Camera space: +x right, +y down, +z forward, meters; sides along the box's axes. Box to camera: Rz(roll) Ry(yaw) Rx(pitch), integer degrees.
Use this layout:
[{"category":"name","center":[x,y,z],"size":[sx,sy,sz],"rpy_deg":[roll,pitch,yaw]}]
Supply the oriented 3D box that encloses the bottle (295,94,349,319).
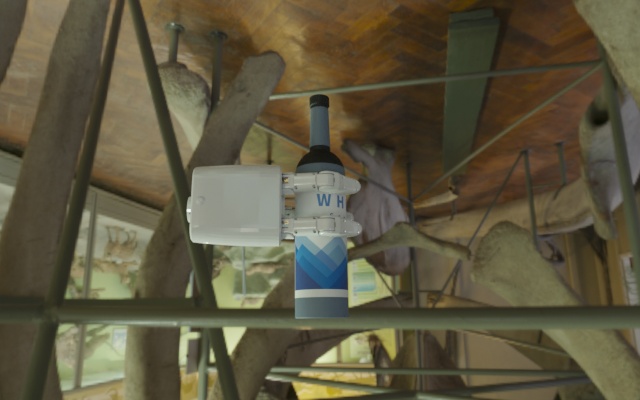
[{"category":"bottle","center":[0.000,0.002,0.623],"size":[0.069,0.295,0.069],"rpy_deg":[-1,-14,0]}]
